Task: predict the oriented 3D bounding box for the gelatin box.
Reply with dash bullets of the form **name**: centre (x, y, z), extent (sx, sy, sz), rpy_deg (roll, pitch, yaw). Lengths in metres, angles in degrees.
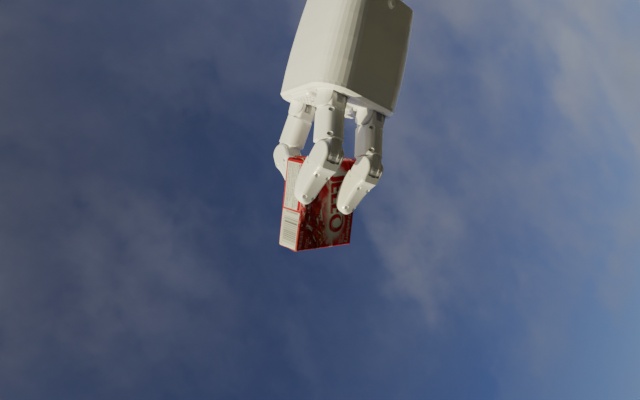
- **gelatin box**: centre (0.000, 0.002, 0.470), extent (0.073, 0.089, 0.030), rpy_deg (-3, 14, -42)
